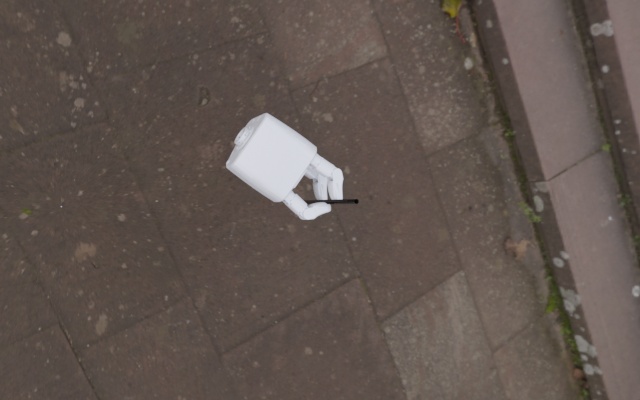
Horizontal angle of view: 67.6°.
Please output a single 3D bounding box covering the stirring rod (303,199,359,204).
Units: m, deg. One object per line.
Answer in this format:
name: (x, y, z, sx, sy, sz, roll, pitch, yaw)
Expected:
stirring rod: (0.000, 0.003, 0.865, 0.011, 0.011, 0.239, 0, -1, -28)
